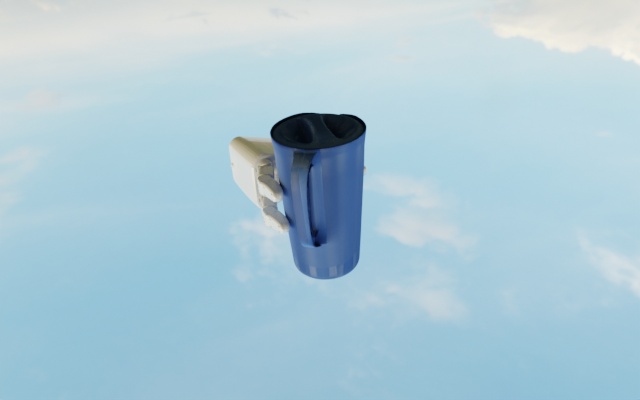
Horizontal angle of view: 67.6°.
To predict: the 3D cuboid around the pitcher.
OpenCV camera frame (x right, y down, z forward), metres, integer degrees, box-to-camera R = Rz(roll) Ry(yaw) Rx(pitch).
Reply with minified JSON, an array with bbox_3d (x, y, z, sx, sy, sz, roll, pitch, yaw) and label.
[{"bbox_3d":[0.000,0.002,0.710,0.149,0.243,0.145,-21,35,-25],"label":"pitcher"}]
